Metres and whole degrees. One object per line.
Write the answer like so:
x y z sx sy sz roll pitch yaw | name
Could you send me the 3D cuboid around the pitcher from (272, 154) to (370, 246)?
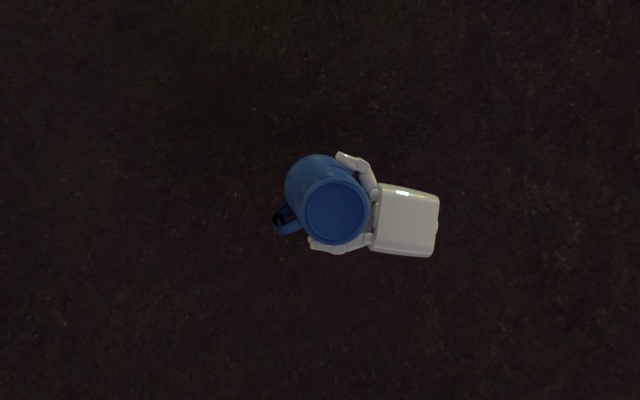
0.000 0.003 0.823 0.145 0.149 0.242 11 9 -8 | pitcher
